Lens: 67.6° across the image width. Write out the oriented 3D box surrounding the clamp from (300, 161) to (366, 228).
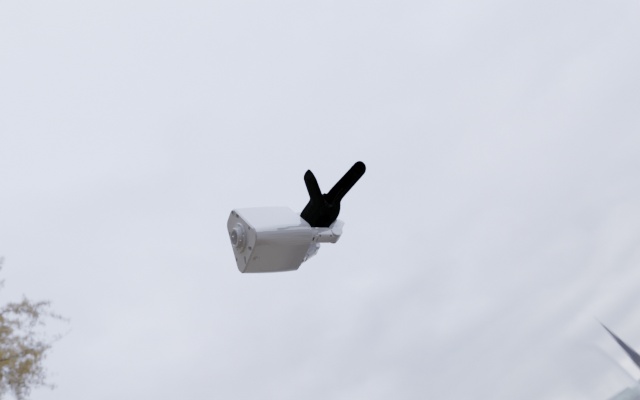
[{"bbox_3d":[0.000,0.002,0.820,0.120,0.171,0.039,1,39,-35],"label":"clamp"}]
